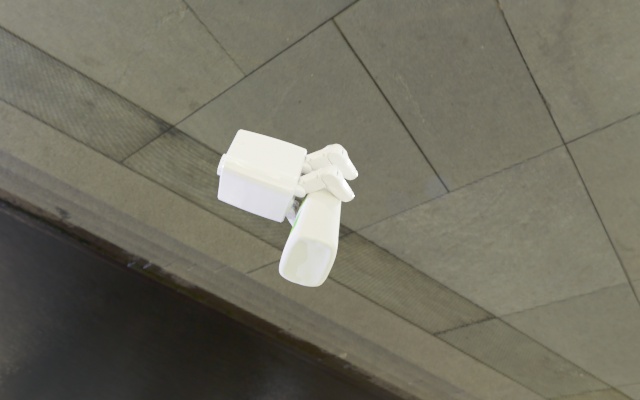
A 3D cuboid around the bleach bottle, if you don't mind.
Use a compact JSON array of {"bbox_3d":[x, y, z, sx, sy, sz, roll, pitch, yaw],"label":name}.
[{"bbox_3d":[0.000,0.002,0.727,0.068,0.103,0.250,18,40,-5],"label":"bleach bottle"}]
